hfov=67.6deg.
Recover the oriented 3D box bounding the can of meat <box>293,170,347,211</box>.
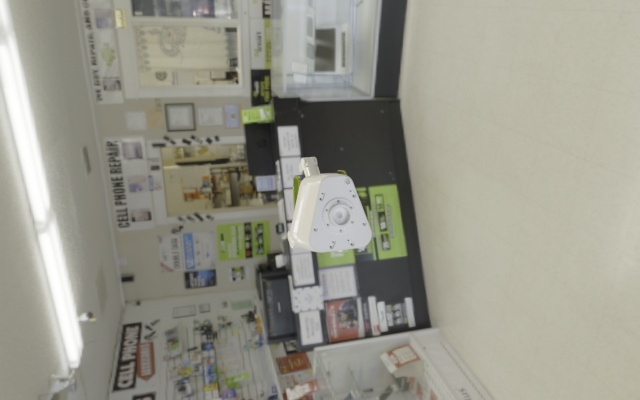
[{"bbox_3d":[0.000,0.003,0.807,0.084,0.102,0.057,-5,7,-15],"label":"can of meat"}]
